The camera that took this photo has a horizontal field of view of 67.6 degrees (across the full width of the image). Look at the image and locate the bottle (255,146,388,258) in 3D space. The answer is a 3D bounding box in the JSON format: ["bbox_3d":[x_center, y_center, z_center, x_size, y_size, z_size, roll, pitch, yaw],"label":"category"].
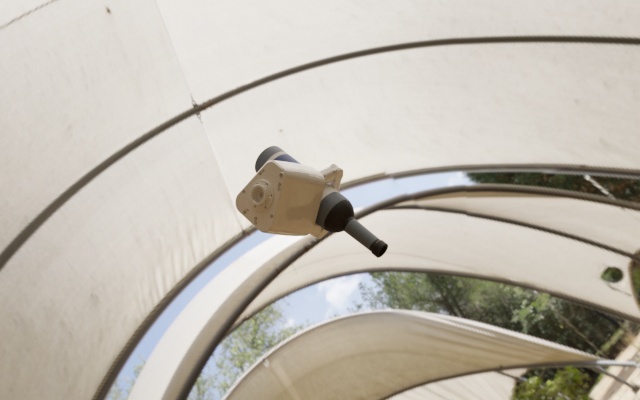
[{"bbox_3d":[0.000,0.003,0.840,0.295,0.069,0.069,38,22,30],"label":"bottle"}]
